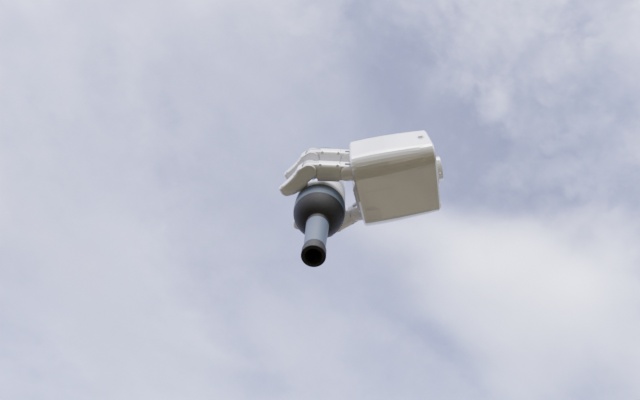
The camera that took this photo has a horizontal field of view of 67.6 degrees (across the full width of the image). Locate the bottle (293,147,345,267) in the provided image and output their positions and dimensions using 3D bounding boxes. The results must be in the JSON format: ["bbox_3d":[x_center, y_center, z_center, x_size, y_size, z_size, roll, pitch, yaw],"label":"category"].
[{"bbox_3d":[0.000,0.002,0.644,0.069,0.069,0.295,0,23,3],"label":"bottle"}]
